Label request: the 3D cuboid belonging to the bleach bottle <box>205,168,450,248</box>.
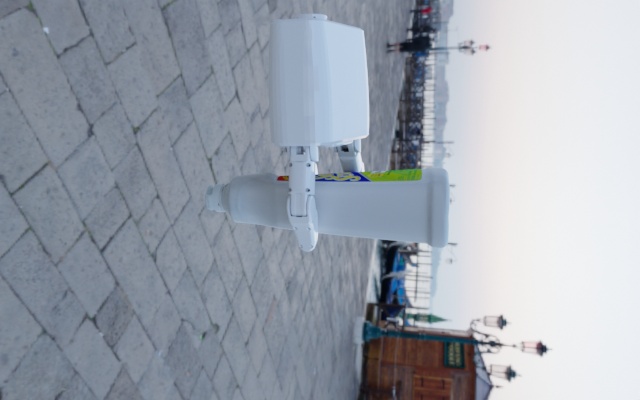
[{"bbox_3d":[0.000,0.002,0.486,0.251,0.068,0.102,1,13,13],"label":"bleach bottle"}]
